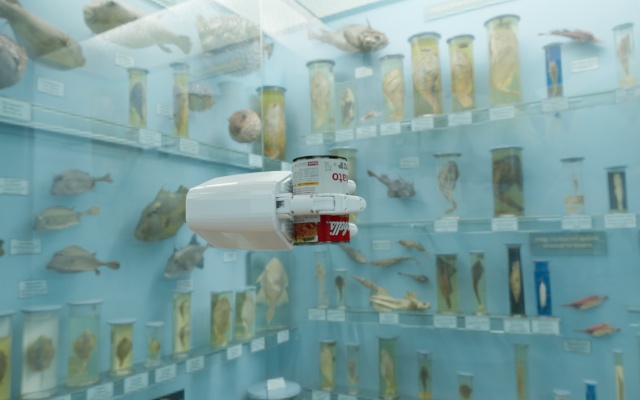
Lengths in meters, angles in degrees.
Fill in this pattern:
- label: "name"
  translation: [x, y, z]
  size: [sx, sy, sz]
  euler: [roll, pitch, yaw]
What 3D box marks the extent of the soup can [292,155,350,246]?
- label: "soup can"
  translation: [0.001, 0.002, 0.565]
  size: [0.068, 0.102, 0.068]
  euler: [-1, -5, 0]
